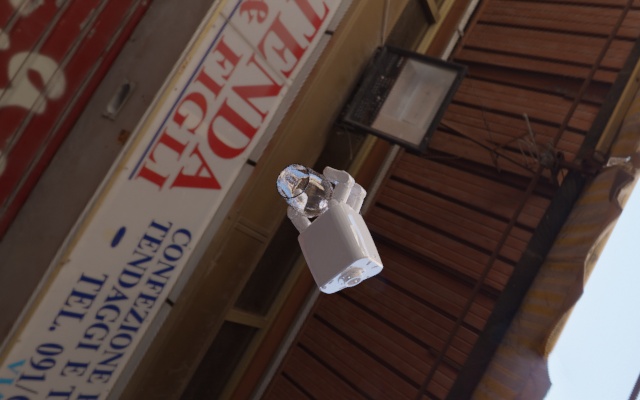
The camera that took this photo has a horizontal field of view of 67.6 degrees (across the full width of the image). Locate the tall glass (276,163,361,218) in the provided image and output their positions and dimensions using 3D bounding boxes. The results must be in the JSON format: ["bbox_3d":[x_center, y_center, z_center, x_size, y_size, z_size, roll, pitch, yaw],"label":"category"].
[{"bbox_3d":[0.000,0.003,0.846,0.079,0.079,0.201,0,-21,29],"label":"tall glass"}]
